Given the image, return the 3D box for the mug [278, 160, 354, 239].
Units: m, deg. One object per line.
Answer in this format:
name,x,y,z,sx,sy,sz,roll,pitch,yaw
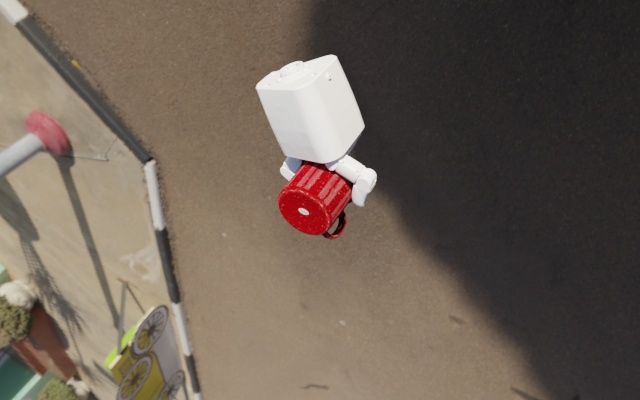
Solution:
mug,0.001,0.003,0.654,0.093,0.117,0.081,-3,36,38
